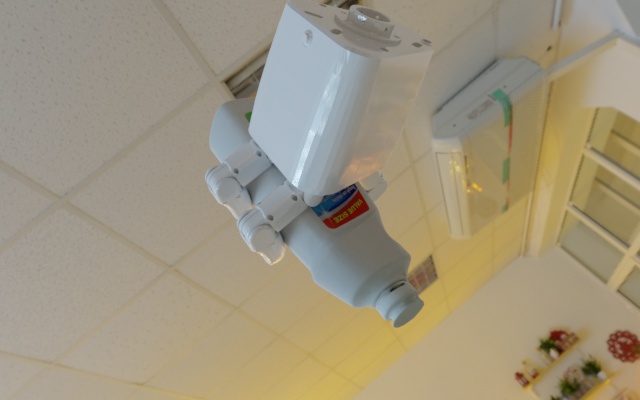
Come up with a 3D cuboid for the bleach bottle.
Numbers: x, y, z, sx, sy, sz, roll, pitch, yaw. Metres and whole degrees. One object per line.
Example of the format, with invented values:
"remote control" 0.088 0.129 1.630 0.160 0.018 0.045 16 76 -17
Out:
"bleach bottle" 0.000 0.001 0.410 0.102 0.068 0.250 -10 45 -38
